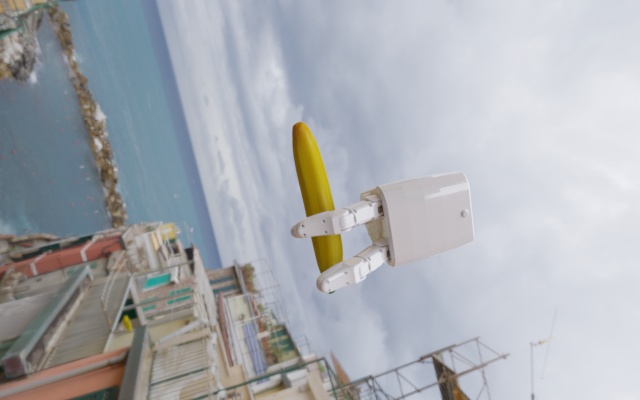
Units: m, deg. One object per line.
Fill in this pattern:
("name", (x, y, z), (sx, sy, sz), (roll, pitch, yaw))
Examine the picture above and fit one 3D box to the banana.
("banana", (-0.001, 0.007, 0.566), (0.037, 0.198, 0.069), (-13, -5, -5))
